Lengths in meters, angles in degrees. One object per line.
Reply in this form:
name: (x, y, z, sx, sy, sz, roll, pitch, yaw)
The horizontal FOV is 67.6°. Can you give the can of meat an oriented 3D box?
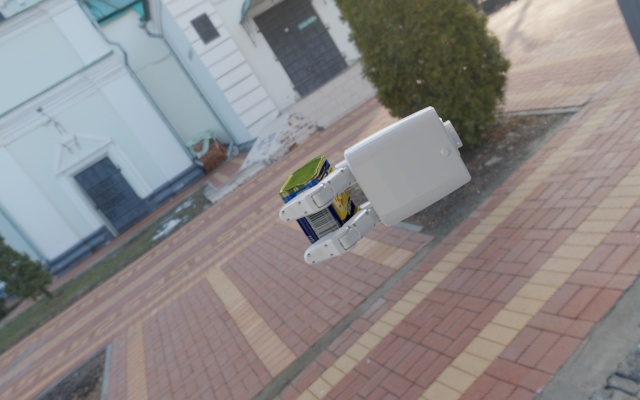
can of meat: (0.000, 0.002, 0.567, 0.057, 0.084, 0.102, -28, 15, 17)
